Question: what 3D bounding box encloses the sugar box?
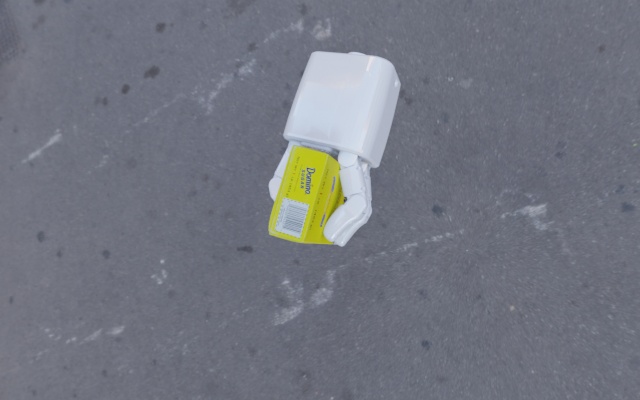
[{"bbox_3d":[0.001,0.002,0.546,0.048,0.093,0.176,17,0,18],"label":"sugar box"}]
